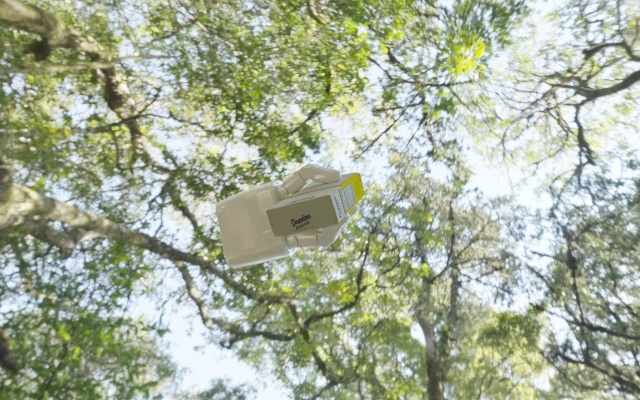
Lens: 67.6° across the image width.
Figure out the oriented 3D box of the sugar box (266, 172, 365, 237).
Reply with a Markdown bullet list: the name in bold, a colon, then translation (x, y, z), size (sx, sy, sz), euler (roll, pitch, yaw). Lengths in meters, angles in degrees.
- **sugar box**: translation (0.000, 0.003, 0.683), size (0.093, 0.048, 0.176), euler (-13, 11, 20)
